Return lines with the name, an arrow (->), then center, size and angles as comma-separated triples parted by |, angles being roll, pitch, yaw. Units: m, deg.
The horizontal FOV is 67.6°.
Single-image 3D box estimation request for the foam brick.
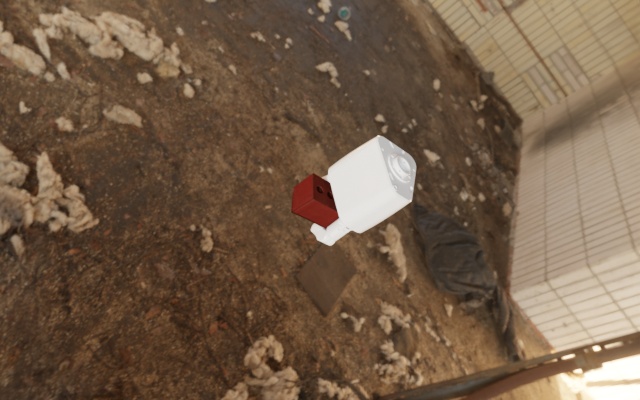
foam brick -> 0.000, 0.003, 0.764 | 0.078, 0.053, 0.051 | 27, -44, -32
